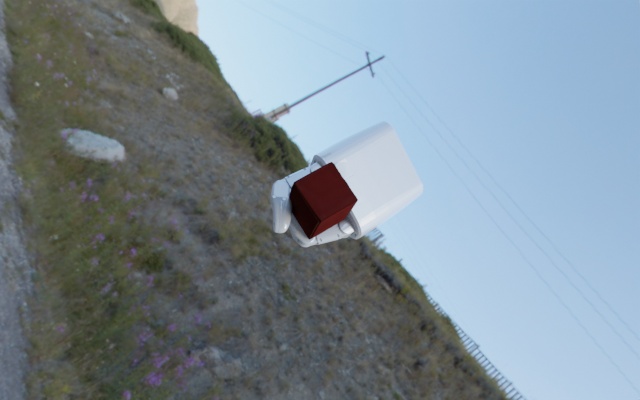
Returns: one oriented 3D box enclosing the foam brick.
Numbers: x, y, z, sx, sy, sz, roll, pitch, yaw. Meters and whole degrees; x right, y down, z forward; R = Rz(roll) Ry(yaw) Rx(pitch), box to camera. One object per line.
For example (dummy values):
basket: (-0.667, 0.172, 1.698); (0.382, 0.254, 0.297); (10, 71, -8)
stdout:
foam brick: (0.000, 0.002, 0.535); (0.051, 0.053, 0.078); (-29, -11, -17)
